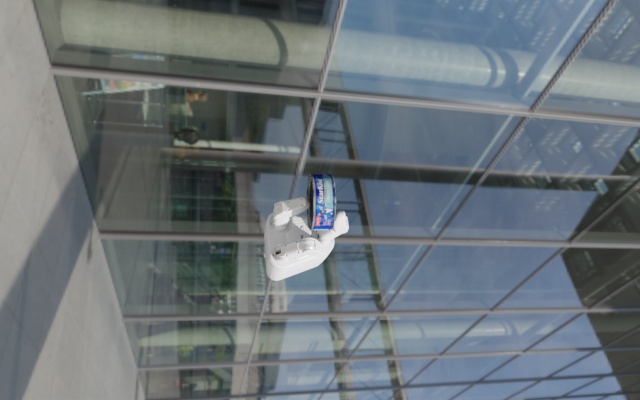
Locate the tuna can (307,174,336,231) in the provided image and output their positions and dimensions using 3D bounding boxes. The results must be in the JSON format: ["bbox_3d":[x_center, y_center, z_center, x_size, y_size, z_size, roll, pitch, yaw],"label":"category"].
[{"bbox_3d":[0.001,0.002,0.719,0.034,0.086,0.086,0,0,-8],"label":"tuna can"}]
